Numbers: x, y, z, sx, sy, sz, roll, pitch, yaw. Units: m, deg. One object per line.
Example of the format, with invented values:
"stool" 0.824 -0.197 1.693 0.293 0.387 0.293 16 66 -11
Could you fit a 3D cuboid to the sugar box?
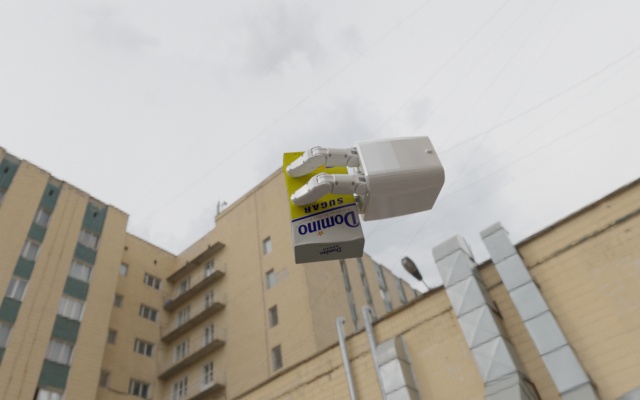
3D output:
"sugar box" 0.000 0.002 0.668 0.093 0.176 0.048 -6 -44 -6
